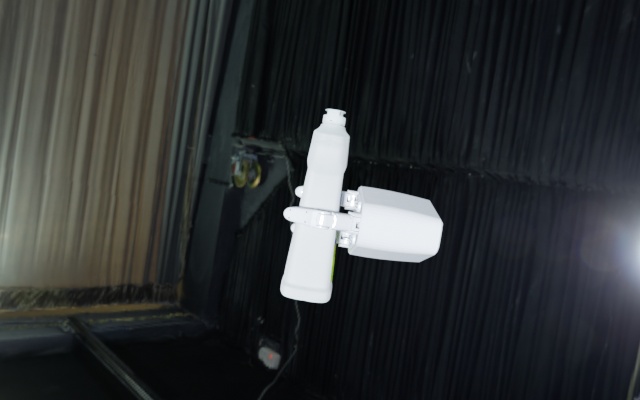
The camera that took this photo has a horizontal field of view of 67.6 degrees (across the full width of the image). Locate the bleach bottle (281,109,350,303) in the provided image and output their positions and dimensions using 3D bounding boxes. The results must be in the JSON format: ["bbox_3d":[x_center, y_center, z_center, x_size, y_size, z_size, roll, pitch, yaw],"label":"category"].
[{"bbox_3d":[0.000,0.002,0.646,0.068,0.251,0.102,9,2,0],"label":"bleach bottle"}]
